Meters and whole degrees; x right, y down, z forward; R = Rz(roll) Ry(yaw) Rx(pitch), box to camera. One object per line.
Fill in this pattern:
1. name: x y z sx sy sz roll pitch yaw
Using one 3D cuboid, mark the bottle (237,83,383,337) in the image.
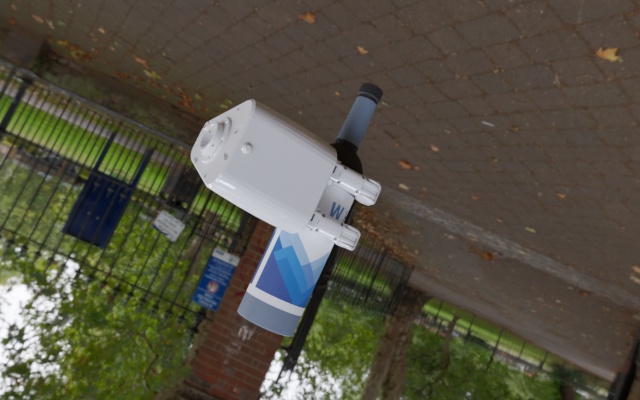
1. bottle: 0.000 0.002 0.540 0.069 0.295 0.069 24 -7 3
